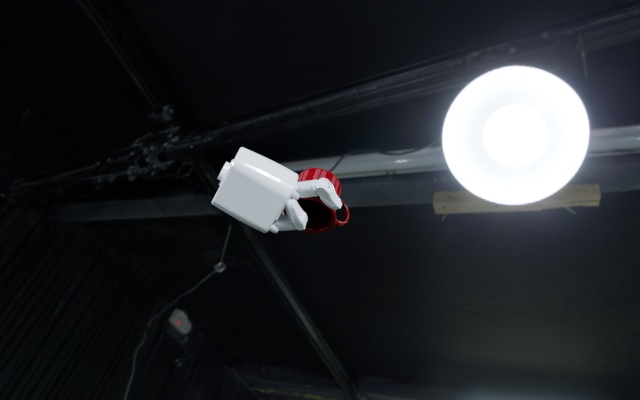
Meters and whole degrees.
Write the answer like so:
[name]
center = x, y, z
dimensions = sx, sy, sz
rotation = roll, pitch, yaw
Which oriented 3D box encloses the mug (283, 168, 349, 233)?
[mug]
center = 0.001, 0.003, 0.841
dimensions = 0.117, 0.081, 0.093
rotation = 28, -42, -12
